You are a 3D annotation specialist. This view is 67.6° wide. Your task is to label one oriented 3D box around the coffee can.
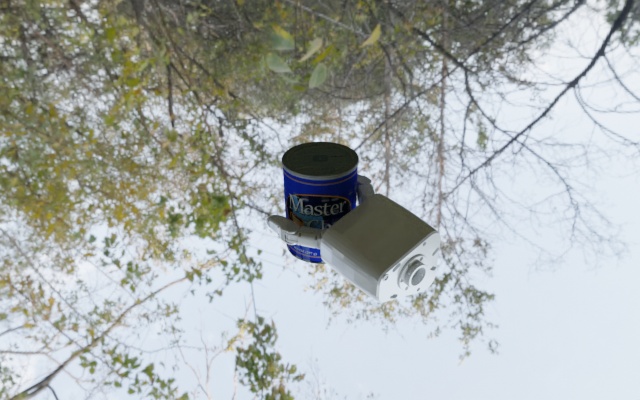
[{"bbox_3d":[0.000,0.002,0.668,0.103,0.140,0.102,0,32,0],"label":"coffee can"}]
